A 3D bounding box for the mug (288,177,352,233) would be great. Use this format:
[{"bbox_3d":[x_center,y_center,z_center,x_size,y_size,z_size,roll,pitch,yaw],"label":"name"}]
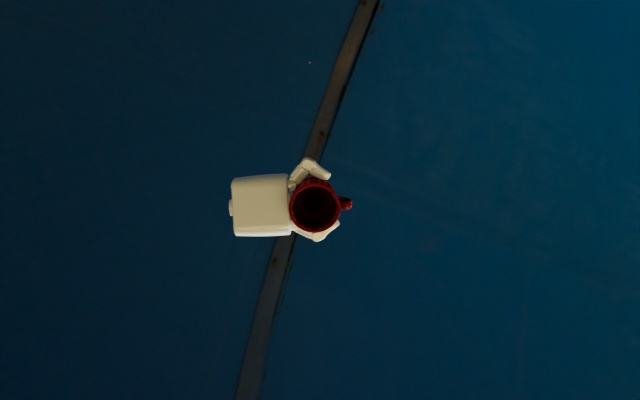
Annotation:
[{"bbox_3d":[0.002,0.003,0.890,0.117,0.093,0.081,-2,16,-1],"label":"mug"}]
